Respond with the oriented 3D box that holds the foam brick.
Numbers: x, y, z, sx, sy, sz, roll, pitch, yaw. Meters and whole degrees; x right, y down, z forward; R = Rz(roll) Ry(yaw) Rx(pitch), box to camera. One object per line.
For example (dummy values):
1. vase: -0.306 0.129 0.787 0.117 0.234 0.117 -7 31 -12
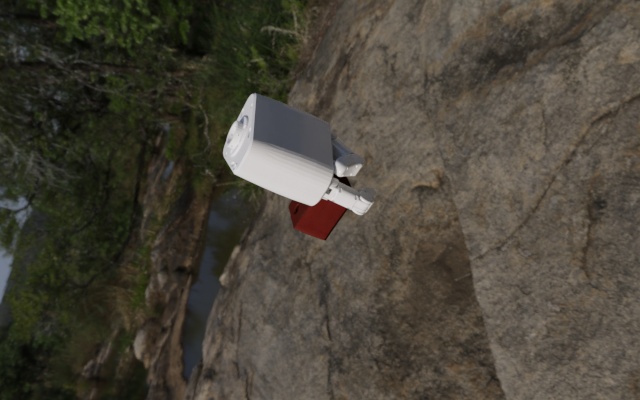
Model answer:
1. foam brick: 0.000 0.002 0.623 0.051 0.078 0.053 20 28 -26
